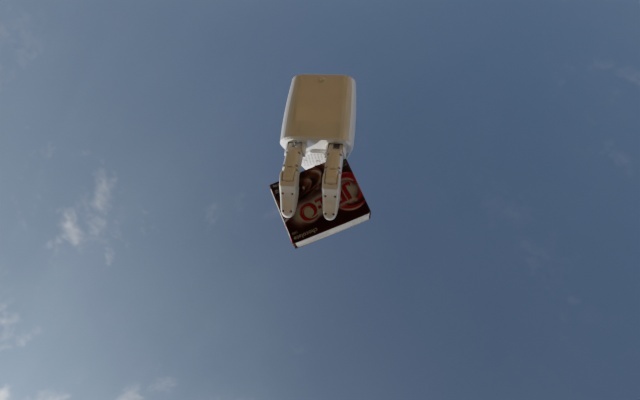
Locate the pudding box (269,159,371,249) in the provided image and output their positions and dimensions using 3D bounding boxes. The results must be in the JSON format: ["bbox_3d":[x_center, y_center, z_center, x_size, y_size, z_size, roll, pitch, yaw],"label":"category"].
[{"bbox_3d":[0.000,0.002,0.642,0.113,0.090,0.039,-23,-20,-2],"label":"pudding box"}]
